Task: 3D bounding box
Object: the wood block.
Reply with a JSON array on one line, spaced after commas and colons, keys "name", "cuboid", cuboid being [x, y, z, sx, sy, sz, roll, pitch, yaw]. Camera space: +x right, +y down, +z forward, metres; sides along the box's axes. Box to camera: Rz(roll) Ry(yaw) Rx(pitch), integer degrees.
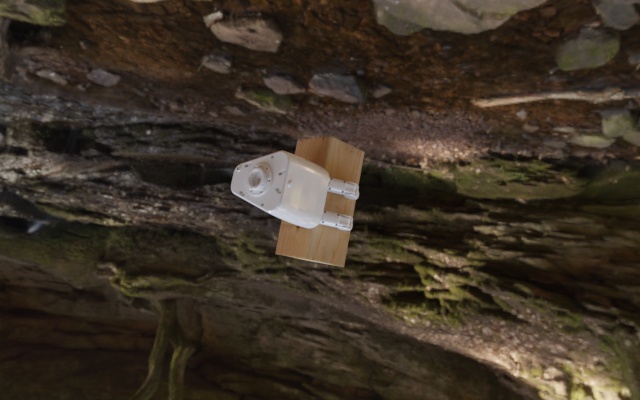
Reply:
[{"name": "wood block", "cuboid": [0.000, 0.003, 0.833, 0.090, 0.206, 0.091, 18, -11, -42]}]
